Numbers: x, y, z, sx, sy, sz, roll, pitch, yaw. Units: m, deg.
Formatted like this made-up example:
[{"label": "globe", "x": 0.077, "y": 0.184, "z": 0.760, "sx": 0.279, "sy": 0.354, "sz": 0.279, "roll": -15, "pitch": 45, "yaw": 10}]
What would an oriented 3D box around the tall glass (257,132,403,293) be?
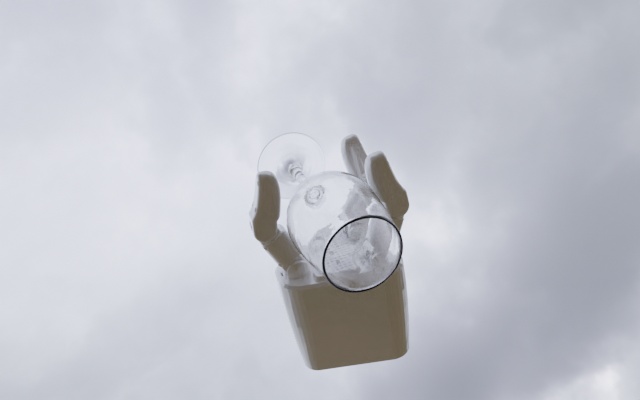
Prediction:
[{"label": "tall glass", "x": 0.000, "y": 0.001, "z": 0.421, "sx": 0.079, "sy": 0.079, "sz": 0.201, "roll": 0, "pitch": 22, "yaw": -19}]
